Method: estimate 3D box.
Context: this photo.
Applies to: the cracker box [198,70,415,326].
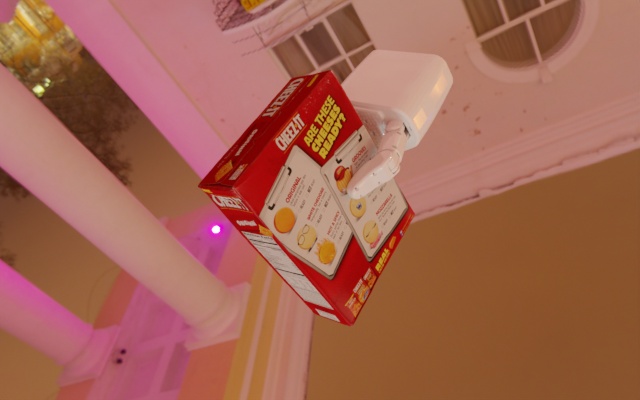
[{"bbox_3d":[0.000,0.002,0.506,0.072,0.164,0.214,3,-41,46],"label":"cracker box"}]
